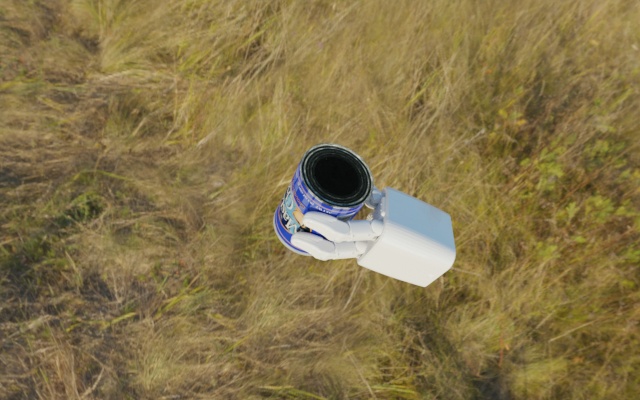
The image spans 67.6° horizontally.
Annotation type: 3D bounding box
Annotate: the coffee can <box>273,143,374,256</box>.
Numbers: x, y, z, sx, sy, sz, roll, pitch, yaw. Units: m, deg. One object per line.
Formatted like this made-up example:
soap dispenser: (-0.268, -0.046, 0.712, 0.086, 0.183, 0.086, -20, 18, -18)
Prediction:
coffee can: (0.000, 0.002, 0.672, 0.103, 0.102, 0.140, 0, -31, -22)
